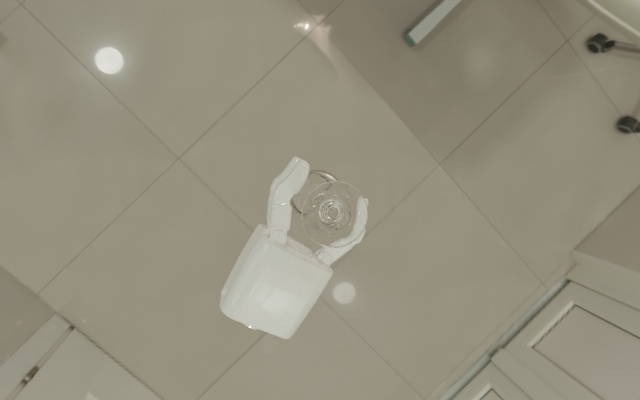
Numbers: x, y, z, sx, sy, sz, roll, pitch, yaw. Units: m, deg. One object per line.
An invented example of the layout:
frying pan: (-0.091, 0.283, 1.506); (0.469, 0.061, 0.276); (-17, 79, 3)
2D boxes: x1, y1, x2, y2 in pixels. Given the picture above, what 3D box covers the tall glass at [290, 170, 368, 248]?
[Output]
tall glass: (0.000, 0.002, 0.617); (0.079, 0.079, 0.201); (0, 8, -9)
